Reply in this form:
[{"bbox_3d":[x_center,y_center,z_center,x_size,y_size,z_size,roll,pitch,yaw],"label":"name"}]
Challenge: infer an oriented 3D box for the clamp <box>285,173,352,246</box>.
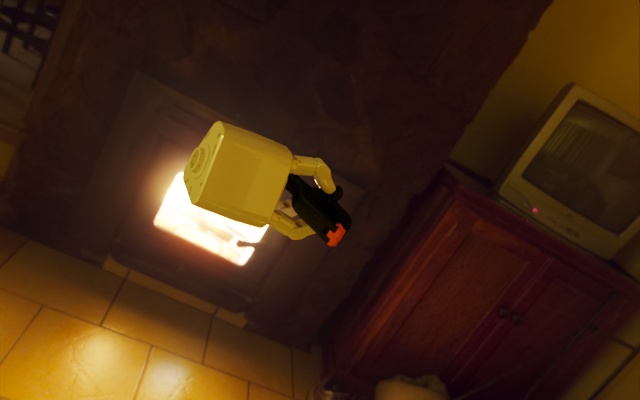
[{"bbox_3d":[0.001,0.002,0.709,0.164,0.036,0.210,21,20,-34],"label":"clamp"}]
